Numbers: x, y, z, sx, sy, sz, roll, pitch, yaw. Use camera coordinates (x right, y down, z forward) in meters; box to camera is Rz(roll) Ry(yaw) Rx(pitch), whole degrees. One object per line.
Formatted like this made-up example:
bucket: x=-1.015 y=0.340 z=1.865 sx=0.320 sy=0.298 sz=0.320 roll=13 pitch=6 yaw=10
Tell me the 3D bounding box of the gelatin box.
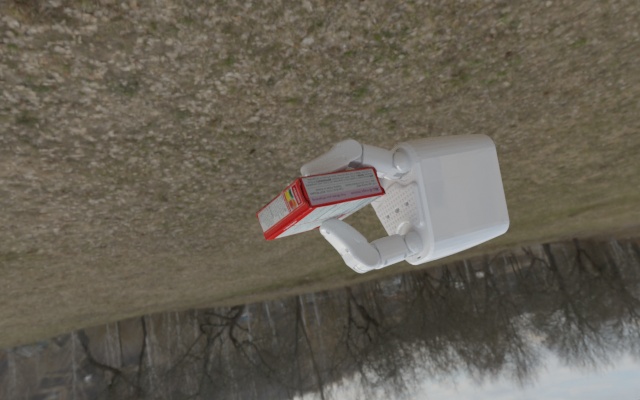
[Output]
gelatin box: x=0.000 y=0.002 z=0.414 sx=0.089 sy=0.030 sz=0.073 roll=-12 pitch=-16 yaw=-40
